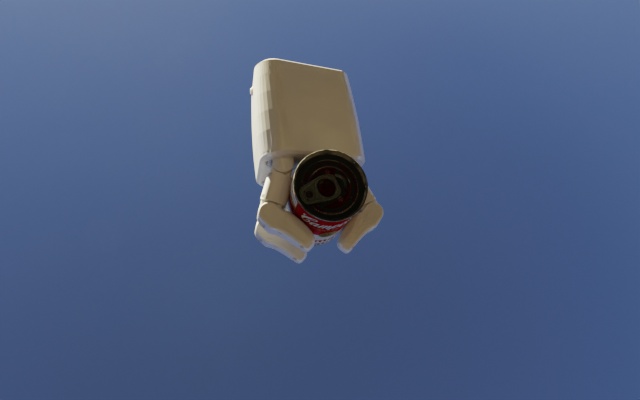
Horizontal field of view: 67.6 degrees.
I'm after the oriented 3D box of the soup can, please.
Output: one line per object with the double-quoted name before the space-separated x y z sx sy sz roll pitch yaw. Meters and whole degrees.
"soup can" 0.000 0.002 0.469 0.068 0.068 0.102 0 -18 -11
